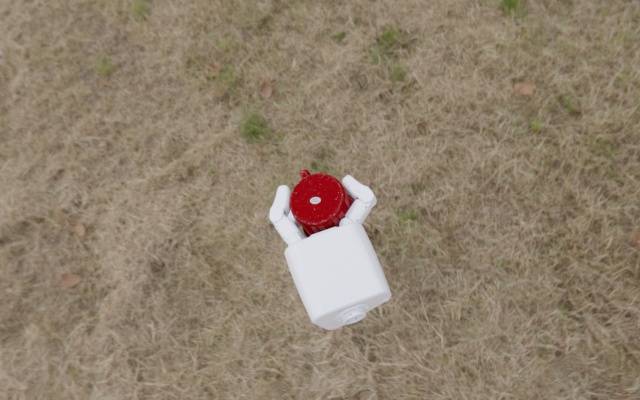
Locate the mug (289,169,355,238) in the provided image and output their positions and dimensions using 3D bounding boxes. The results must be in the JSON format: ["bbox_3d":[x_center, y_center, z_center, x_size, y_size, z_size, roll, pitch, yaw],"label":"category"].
[{"bbox_3d":[0.000,0.001,0.703,0.093,0.117,0.081,-27,-28,4],"label":"mug"}]
